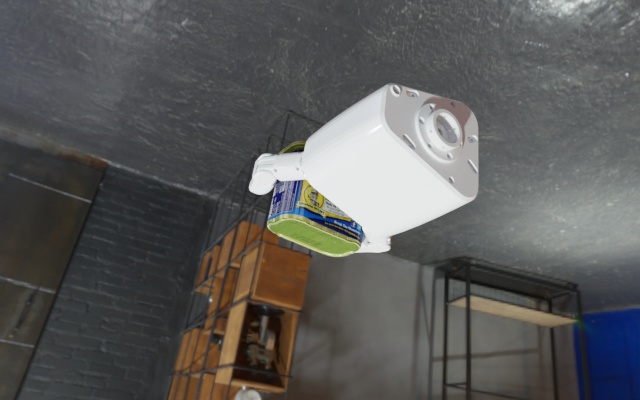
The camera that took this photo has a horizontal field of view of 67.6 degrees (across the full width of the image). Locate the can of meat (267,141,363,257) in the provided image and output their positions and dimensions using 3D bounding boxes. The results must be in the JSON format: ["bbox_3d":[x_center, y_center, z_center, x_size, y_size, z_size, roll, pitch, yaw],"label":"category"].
[{"bbox_3d":[0.000,0.002,0.486,0.102,0.084,0.057,25,-30,-29],"label":"can of meat"}]
